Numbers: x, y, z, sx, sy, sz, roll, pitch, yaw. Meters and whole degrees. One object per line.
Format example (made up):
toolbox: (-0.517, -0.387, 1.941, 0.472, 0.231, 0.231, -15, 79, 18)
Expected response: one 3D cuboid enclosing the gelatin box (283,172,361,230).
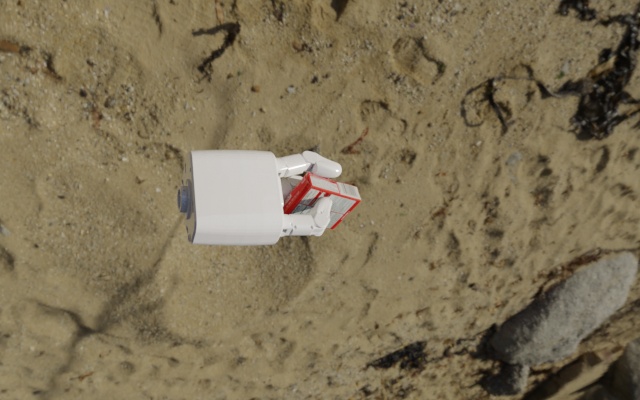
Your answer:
gelatin box: (0.000, 0.003, 0.673, 0.089, 0.030, 0.073, 15, -46, -31)
